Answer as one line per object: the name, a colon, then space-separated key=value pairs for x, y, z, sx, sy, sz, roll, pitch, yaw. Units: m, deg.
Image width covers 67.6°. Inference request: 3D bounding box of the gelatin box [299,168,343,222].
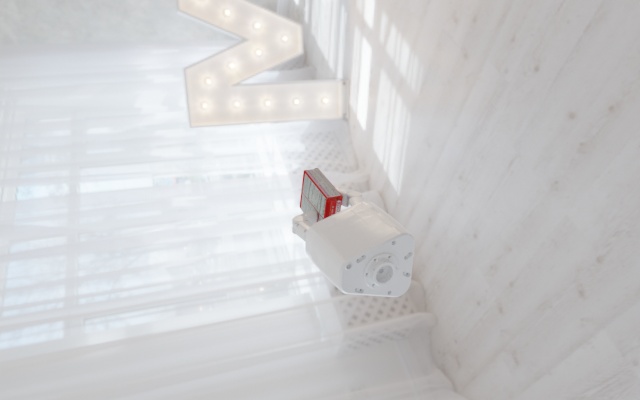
gelatin box: x=0.000 y=0.002 z=0.751 sx=0.030 sy=0.073 sz=0.089 roll=-11 pitch=38 yaw=-25
